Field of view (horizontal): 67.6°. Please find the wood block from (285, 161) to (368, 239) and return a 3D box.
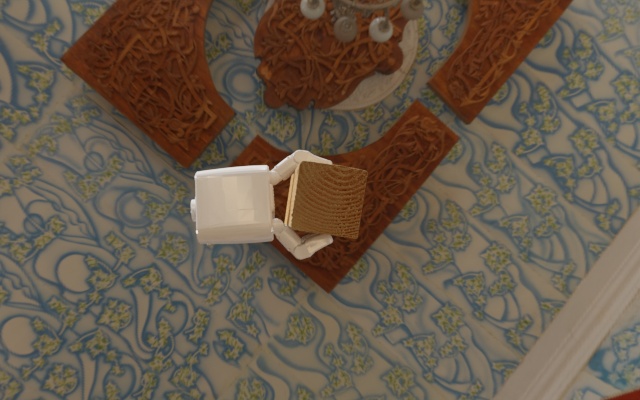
[{"bbox_3d":[0.000,0.002,0.705,0.090,0.091,0.206,9,-2,-6],"label":"wood block"}]
